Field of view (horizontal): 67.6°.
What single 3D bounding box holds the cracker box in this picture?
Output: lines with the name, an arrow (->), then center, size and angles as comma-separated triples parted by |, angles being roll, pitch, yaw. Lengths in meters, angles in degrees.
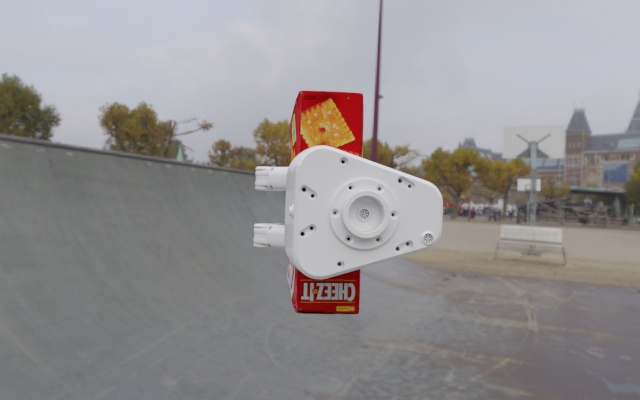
cracker box -> 0.000, 0.002, 0.531 | 0.072, 0.213, 0.164 | 2, 0, -5
